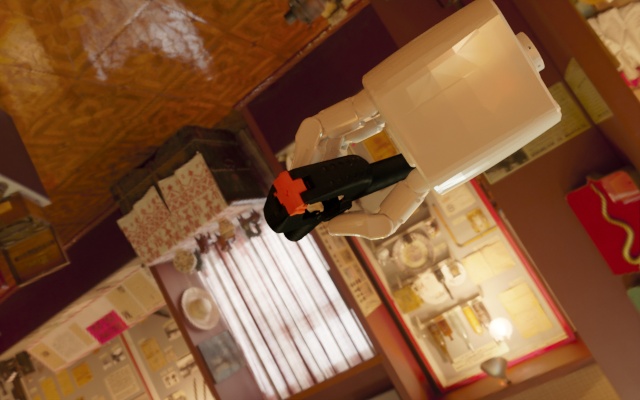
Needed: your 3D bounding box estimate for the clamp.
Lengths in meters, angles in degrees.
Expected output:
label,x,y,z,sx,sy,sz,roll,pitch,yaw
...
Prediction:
label,x,y,z,sx,sy,sz,roll,pitch,yaw
clamp,0.000,0.002,0.417,0.164,0.036,0.210,-32,-9,21
